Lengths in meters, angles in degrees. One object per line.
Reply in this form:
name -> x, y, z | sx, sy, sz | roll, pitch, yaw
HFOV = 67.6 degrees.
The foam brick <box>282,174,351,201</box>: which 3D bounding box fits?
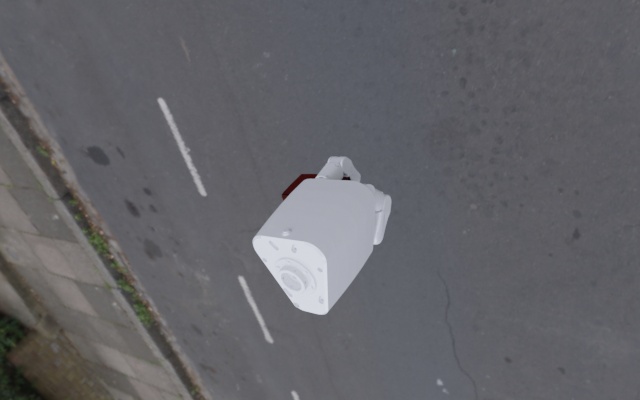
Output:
foam brick -> 0.000, 0.002, 0.605 | 0.078, 0.053, 0.051 | 5, 38, 35
